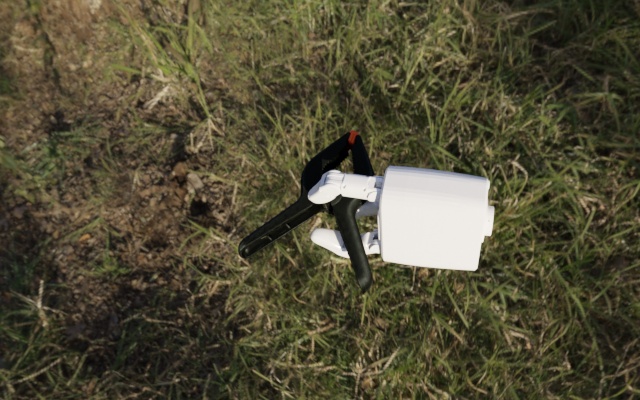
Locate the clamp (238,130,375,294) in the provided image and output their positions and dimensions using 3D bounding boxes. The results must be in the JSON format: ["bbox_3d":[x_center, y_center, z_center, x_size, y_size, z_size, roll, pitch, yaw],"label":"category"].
[{"bbox_3d":[0.000,0.001,0.582,0.164,0.210,0.036,7,-30,16],"label":"clamp"}]
